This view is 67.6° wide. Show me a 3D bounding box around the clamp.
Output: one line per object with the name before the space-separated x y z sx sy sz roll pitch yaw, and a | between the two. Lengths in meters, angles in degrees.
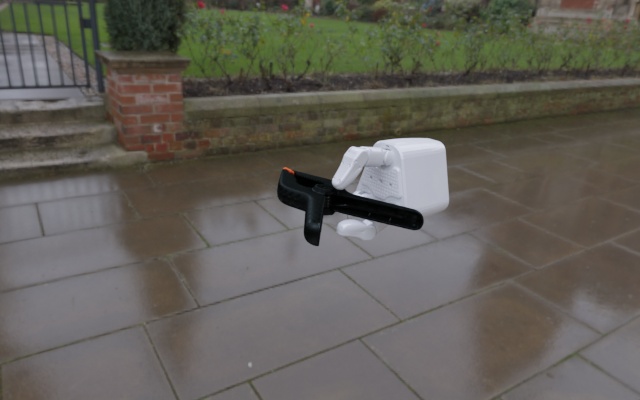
clamp | 0.000 0.001 0.599 0.164 0.036 0.210 -8 24 -41
